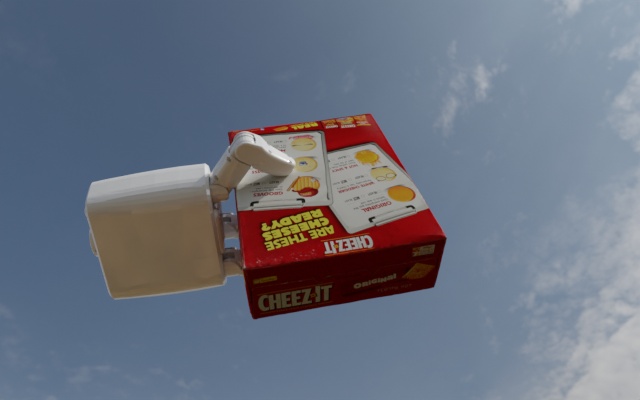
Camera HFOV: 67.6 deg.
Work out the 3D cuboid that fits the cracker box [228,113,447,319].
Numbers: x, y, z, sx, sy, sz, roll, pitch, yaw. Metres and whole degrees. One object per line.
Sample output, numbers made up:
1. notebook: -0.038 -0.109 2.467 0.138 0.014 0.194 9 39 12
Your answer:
1. cracker box: 0.000 0.001 0.465 0.164 0.072 0.213 -8 39 -8
